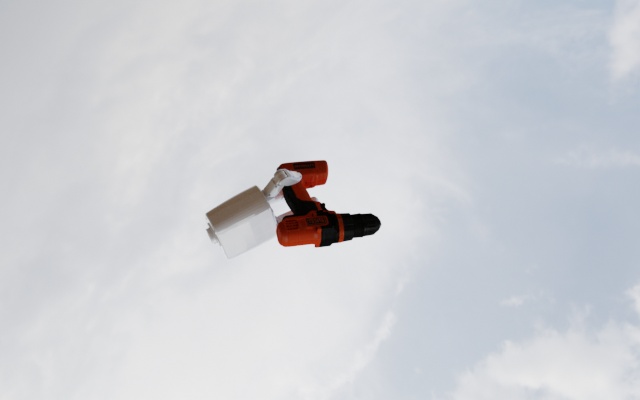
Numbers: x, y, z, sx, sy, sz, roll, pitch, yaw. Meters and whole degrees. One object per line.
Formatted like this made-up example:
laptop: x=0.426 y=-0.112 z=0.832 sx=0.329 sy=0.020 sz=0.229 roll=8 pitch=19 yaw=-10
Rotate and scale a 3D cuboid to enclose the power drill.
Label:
power drill: x=0.000 y=0.003 z=0.868 sx=0.184 sy=0.057 sz=0.187 roll=-5 pitch=42 yaw=-15
